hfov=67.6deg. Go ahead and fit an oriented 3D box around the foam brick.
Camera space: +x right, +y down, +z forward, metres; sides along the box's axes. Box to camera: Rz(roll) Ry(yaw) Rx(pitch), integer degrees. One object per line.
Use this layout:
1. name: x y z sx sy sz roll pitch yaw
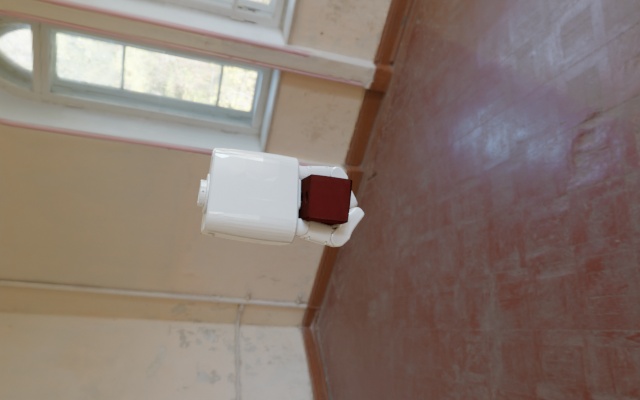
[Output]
1. foam brick: 0.000 0.002 0.587 0.051 0.053 0.078 8 -10 -16
